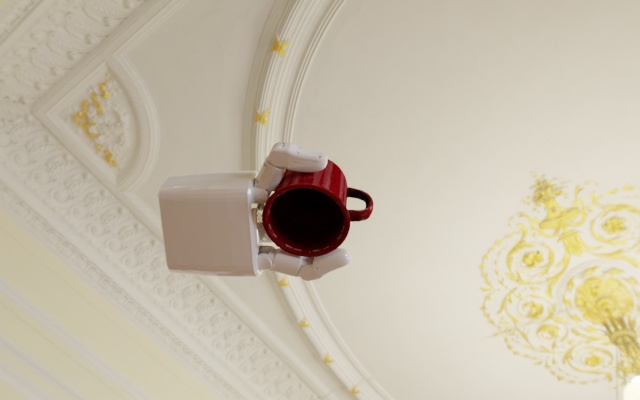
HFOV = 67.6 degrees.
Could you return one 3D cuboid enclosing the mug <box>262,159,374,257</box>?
[{"bbox_3d":[0.002,0.002,0.530,0.117,0.093,0.081,0,32,6],"label":"mug"}]
